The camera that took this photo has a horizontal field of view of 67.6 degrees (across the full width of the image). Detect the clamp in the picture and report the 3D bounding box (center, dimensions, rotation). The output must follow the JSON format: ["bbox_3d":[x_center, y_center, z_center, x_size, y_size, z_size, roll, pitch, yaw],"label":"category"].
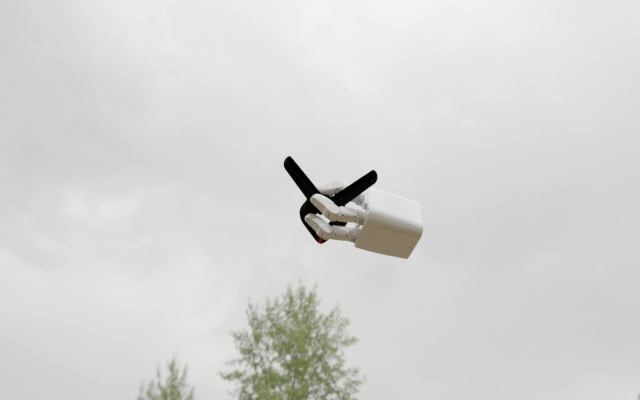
[{"bbox_3d":[0.000,0.003,0.888,0.164,0.036,0.210,15,-44,-2],"label":"clamp"}]
